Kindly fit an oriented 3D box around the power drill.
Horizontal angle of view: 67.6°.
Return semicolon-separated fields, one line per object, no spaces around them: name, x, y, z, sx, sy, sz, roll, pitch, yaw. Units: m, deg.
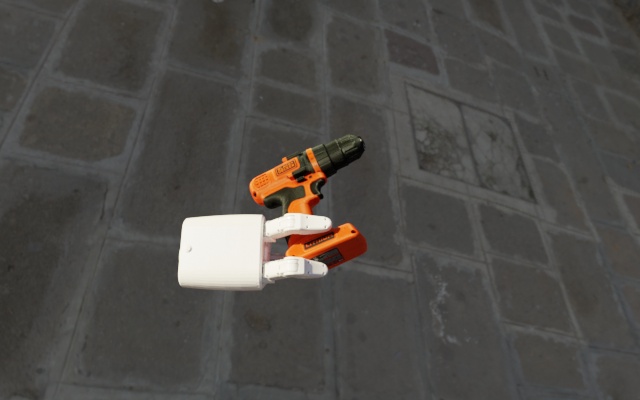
power drill;0.000;0.003;0.670;0.184;0.187;0.057;-27;-41;7
